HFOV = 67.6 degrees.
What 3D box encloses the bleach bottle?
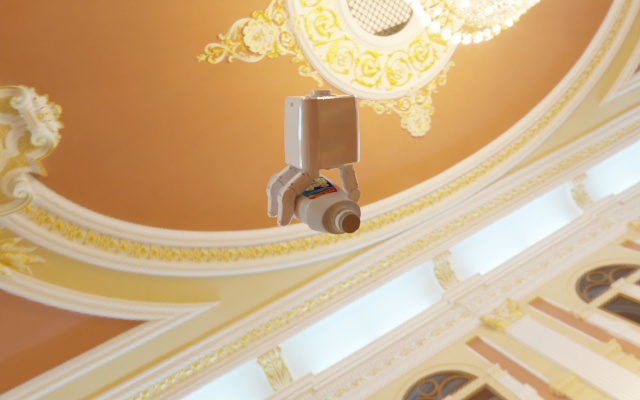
[{"bbox_3d":[0.000,0.003,0.754,0.102,0.068,0.250,-9,16,-21],"label":"bleach bottle"}]
